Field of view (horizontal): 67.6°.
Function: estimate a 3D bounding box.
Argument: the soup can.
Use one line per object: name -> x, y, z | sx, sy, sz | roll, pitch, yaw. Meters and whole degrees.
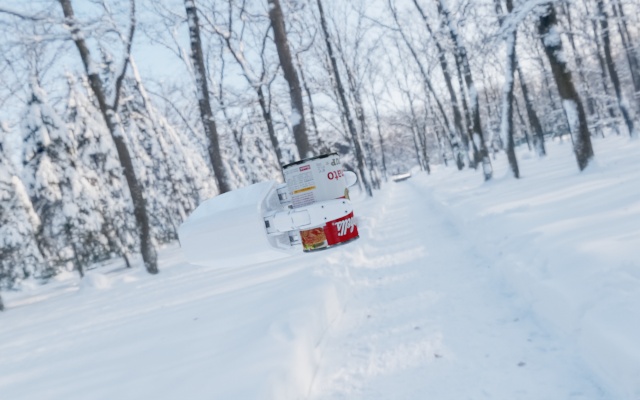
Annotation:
soup can -> 0.000, 0.001, 0.549 | 0.068, 0.102, 0.068 | -14, 2, 1
